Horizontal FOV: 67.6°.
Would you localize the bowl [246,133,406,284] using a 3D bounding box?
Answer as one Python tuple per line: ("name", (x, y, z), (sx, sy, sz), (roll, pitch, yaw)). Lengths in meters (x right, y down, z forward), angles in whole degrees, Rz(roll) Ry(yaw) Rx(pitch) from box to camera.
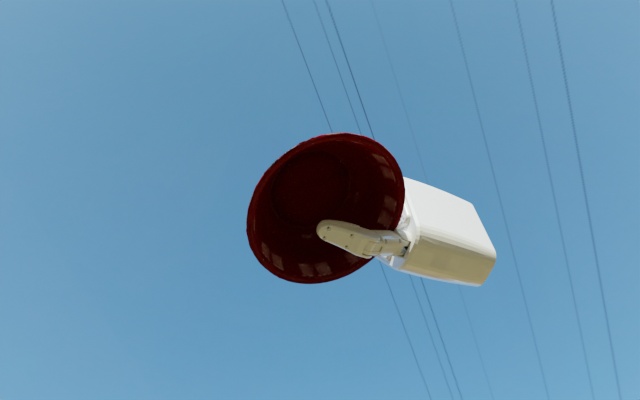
("bowl", (-0.001, 0.001, 0.471), (0.162, 0.162, 0.055), (0, 27, -24))
